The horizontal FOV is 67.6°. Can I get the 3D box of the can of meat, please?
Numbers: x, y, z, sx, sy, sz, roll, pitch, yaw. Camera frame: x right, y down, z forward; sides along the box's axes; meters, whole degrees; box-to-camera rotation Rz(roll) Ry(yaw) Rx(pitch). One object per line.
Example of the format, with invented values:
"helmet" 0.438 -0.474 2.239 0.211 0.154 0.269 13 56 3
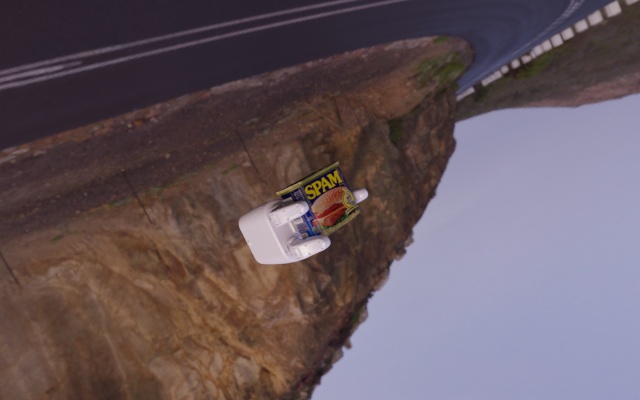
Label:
"can of meat" 0.000 0.002 0.689 0.102 0.084 0.057 -31 7 -37
